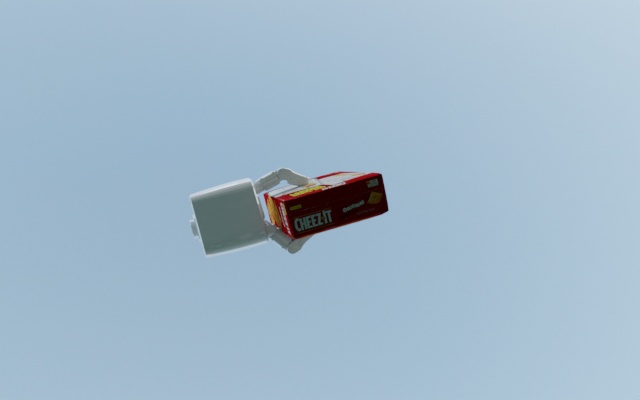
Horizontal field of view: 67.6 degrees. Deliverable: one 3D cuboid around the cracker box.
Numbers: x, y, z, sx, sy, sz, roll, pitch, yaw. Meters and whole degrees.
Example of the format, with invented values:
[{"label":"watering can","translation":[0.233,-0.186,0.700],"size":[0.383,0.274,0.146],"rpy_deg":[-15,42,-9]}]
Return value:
[{"label":"cracker box","translation":[0.000,0.003,0.830],"size":[0.164,0.072,0.213],"rpy_deg":[-16,9,-13]}]
